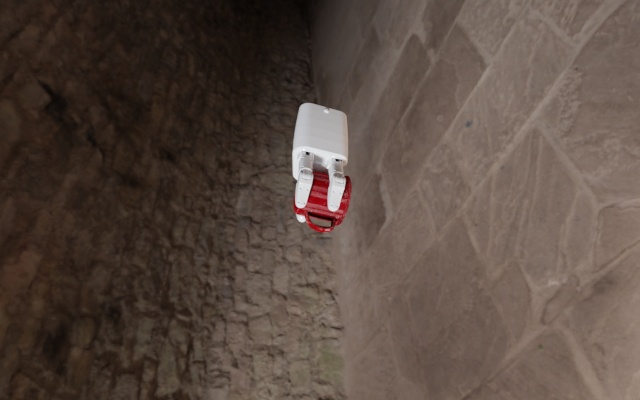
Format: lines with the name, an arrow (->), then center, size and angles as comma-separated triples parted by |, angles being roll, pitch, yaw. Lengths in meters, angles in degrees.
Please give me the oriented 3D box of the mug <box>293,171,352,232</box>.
mug -> 0.000, 0.004, 0.842 | 0.081, 0.117, 0.093 | 12, -32, -14
